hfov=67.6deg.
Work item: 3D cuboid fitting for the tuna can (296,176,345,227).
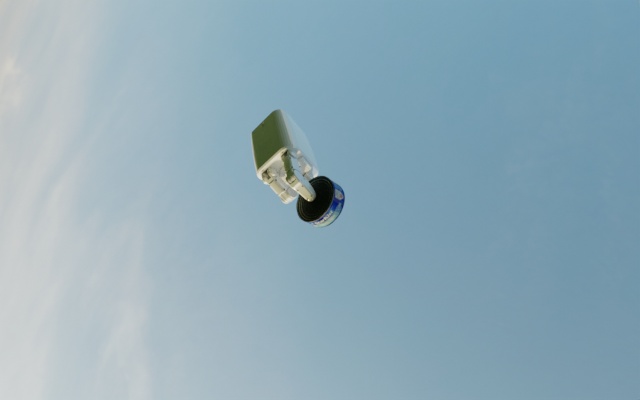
[{"bbox_3d":[0.001,0.003,0.827,0.086,0.086,0.034,0,-22,45],"label":"tuna can"}]
